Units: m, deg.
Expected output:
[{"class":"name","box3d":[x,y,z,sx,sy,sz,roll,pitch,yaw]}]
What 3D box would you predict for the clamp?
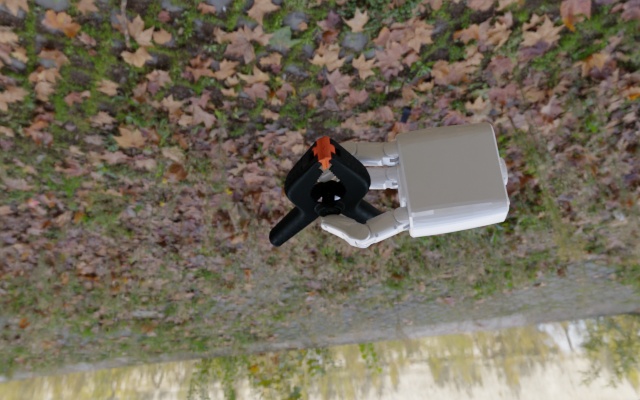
[{"class":"clamp","box3d":[0.000,0.002,0.553,0.164,0.036,0.210,-10,-30,6]}]
